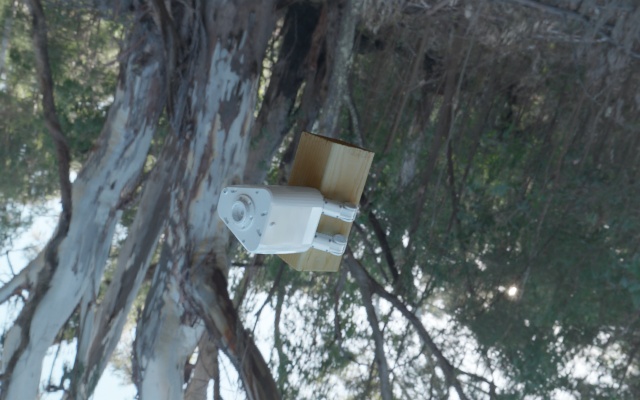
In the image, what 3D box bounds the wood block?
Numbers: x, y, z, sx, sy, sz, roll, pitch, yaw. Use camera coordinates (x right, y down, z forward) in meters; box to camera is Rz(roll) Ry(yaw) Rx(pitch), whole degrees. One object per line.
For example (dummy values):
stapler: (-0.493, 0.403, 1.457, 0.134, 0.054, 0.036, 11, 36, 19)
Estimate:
wood block: (0.000, 0.003, 0.780, 0.090, 0.206, 0.090, 8, 14, -40)
